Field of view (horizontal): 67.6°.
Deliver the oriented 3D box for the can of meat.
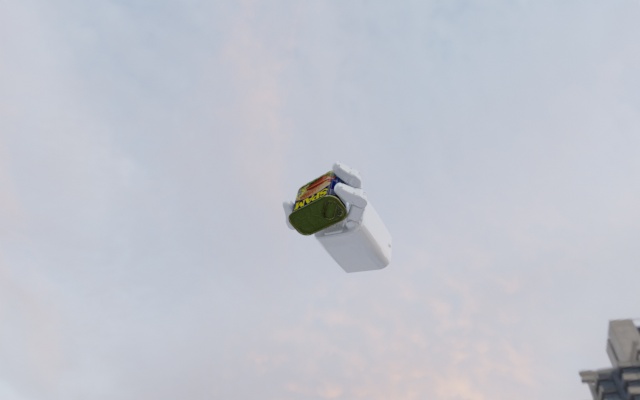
[{"bbox_3d":[0.000,0.003,0.838,0.102,0.057,0.084,-27,28,26],"label":"can of meat"}]
